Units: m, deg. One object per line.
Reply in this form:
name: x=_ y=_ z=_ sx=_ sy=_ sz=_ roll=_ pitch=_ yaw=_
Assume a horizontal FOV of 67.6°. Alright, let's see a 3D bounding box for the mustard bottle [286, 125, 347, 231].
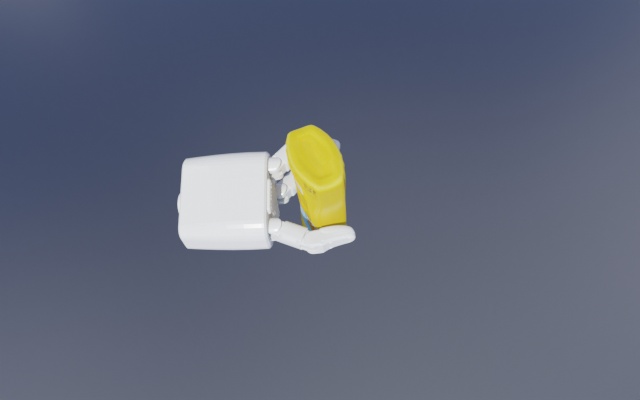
mustard bottle: x=0.000 y=0.002 z=0.601 sx=0.058 sy=0.096 sz=0.192 roll=-23 pitch=-32 yaw=-10
